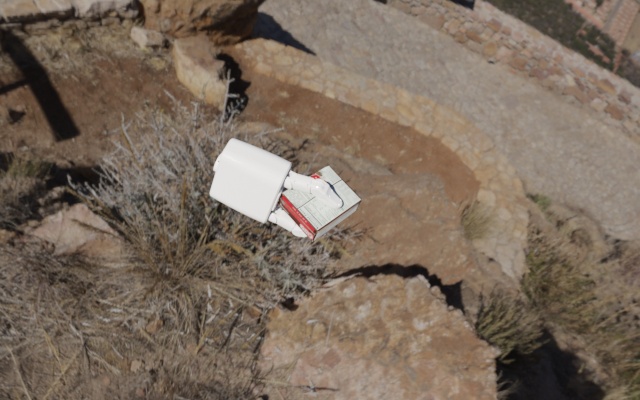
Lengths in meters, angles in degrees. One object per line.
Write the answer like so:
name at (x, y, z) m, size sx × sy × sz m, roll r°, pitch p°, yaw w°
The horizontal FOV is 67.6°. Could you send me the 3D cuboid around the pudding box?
pudding box at (0.000, 0.002, 0.794) m, size 0.113 × 0.090 × 0.039 m, roll -34°, pitch -17°, yaw -31°
